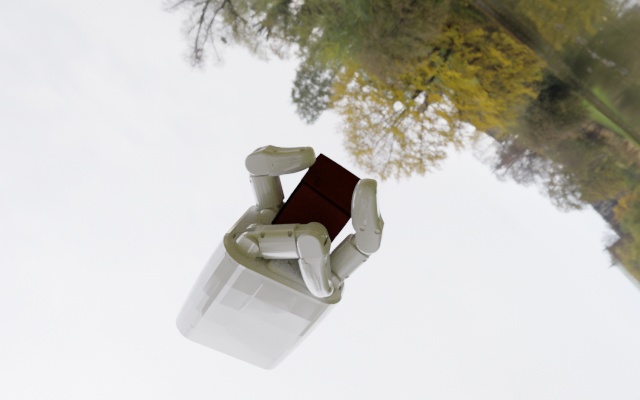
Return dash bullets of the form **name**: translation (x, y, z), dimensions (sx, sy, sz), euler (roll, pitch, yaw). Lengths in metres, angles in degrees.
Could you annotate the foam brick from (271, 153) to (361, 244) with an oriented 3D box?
- **foam brick**: translation (0.000, 0.001, 0.421), dimensions (0.053, 0.051, 0.078), euler (35, 26, -2)
